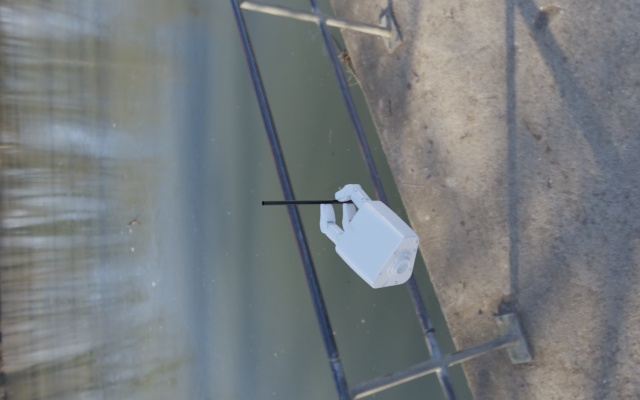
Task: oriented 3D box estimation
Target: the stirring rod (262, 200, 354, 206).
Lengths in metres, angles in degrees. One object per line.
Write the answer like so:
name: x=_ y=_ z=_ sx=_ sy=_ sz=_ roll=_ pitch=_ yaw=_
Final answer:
stirring rod: x=0.000 y=0.003 z=0.870 sx=0.239 sy=0.011 sz=0.011 roll=-1 pitch=1 yaw=-37
